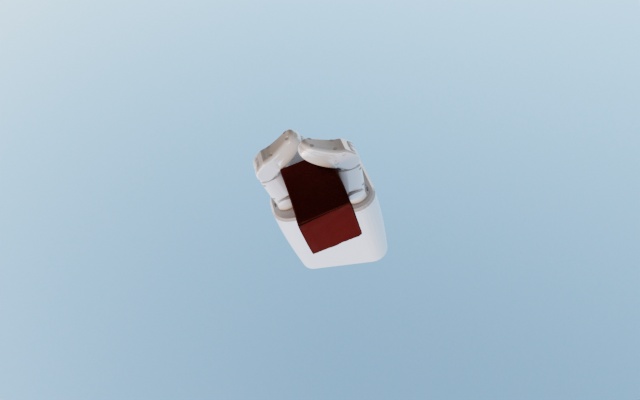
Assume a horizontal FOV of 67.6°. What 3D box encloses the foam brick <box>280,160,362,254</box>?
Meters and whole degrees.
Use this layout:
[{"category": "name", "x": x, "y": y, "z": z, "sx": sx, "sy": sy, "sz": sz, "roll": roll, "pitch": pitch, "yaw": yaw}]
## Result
[{"category": "foam brick", "x": 0.000, "y": 0.002, "z": 0.460, "sx": 0.053, "sy": 0.078, "sz": 0.051, "roll": -22, "pitch": -43, "yaw": 1}]
